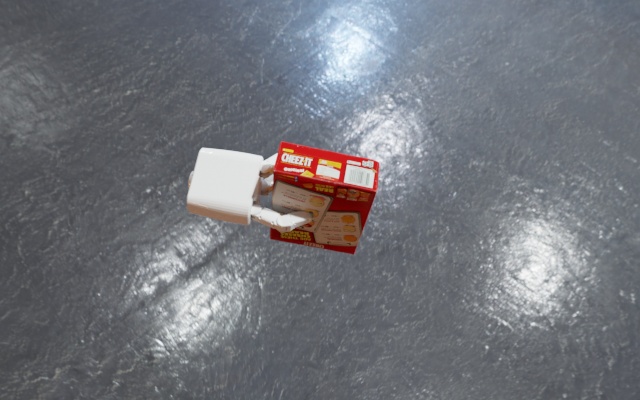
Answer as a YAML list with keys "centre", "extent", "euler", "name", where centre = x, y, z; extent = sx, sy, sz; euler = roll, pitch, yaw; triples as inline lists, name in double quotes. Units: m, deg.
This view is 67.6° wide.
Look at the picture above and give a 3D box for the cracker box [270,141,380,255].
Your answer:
- centre: [0.000, 0.003, 0.825]
  extent: [0.164, 0.072, 0.214]
  euler: [11, -34, 0]
  name: "cracker box"
